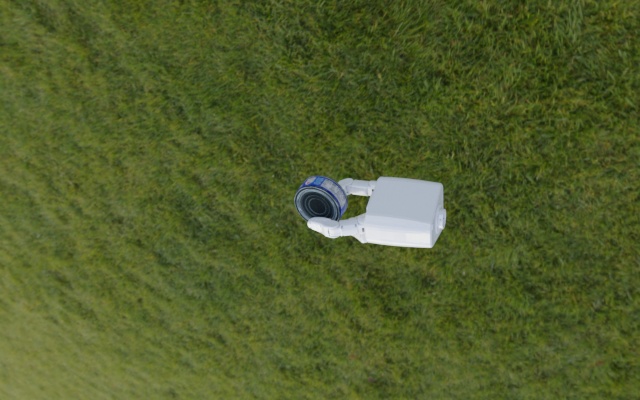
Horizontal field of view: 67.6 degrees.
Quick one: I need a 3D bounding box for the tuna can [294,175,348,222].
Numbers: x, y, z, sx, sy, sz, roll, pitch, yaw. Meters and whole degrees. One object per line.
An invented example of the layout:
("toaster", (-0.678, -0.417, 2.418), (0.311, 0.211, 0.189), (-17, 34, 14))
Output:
("tuna can", (0.000, 0.003, 0.798), (0.086, 0.086, 0.033), (0, 34, 30))
